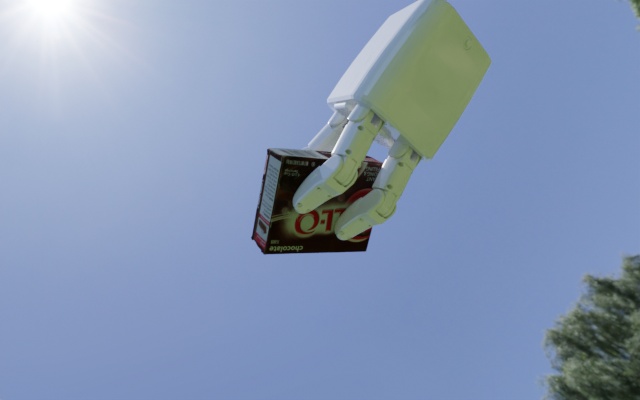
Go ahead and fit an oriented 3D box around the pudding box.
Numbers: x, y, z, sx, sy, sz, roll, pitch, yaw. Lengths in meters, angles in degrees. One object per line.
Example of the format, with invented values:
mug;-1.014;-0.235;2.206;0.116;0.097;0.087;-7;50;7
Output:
pudding box;0.000;0.001;0.437;0.113;0.090;0.039;3;18;-29
